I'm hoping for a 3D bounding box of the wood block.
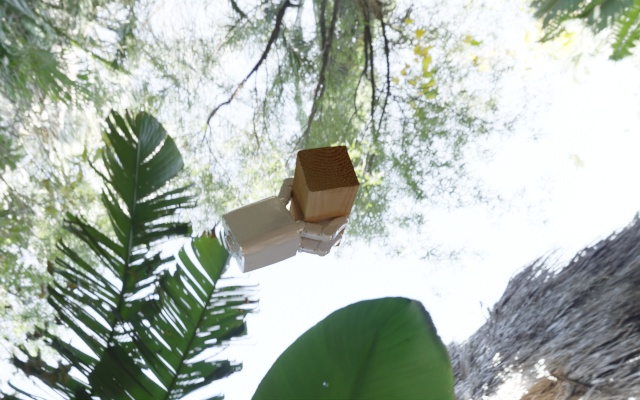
[{"bbox_3d":[0.000,0.003,0.877,0.090,0.090,0.206,-8,-32,-15],"label":"wood block"}]
